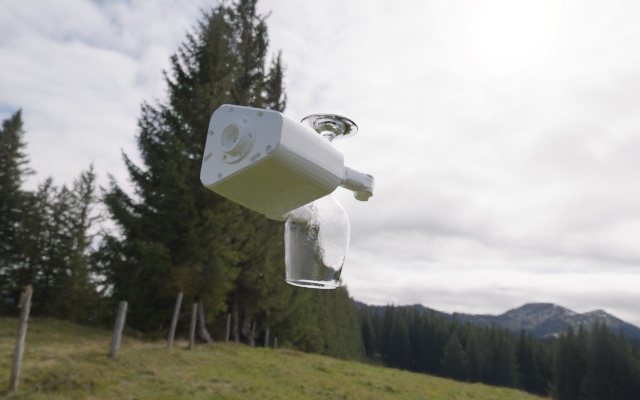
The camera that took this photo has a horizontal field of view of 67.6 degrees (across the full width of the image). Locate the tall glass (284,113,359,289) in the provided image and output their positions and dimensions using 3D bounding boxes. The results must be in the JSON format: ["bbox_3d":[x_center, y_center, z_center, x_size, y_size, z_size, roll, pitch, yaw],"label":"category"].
[{"bbox_3d":[0.000,0.001,0.574,0.079,0.201,0.079,6,-15,2],"label":"tall glass"}]
